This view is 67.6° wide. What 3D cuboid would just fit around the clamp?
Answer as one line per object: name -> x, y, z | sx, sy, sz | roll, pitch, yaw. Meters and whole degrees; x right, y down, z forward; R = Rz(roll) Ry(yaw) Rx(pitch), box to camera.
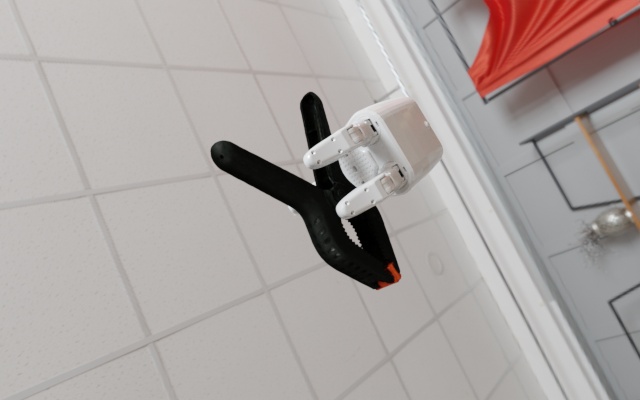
clamp -> 0.000, 0.002, 0.451 | 0.036, 0.210, 0.164 | -32, 0, 41
